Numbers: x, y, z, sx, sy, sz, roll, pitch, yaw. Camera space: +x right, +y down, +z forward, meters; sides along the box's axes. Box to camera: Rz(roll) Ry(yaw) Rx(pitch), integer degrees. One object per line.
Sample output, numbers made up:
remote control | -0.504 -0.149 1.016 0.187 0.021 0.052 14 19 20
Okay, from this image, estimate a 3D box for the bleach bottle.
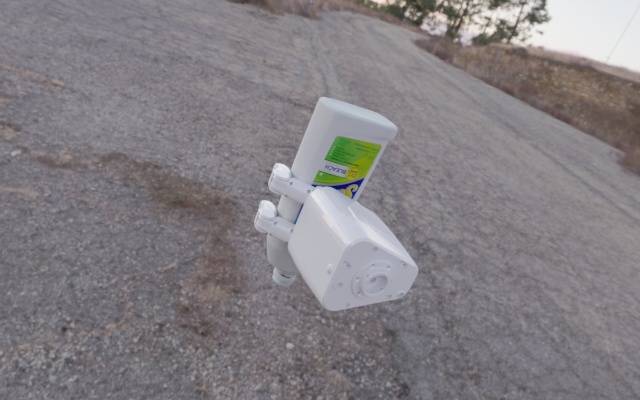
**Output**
bleach bottle | 0.000 0.002 0.611 0.102 0.251 0.068 10 24 -29
